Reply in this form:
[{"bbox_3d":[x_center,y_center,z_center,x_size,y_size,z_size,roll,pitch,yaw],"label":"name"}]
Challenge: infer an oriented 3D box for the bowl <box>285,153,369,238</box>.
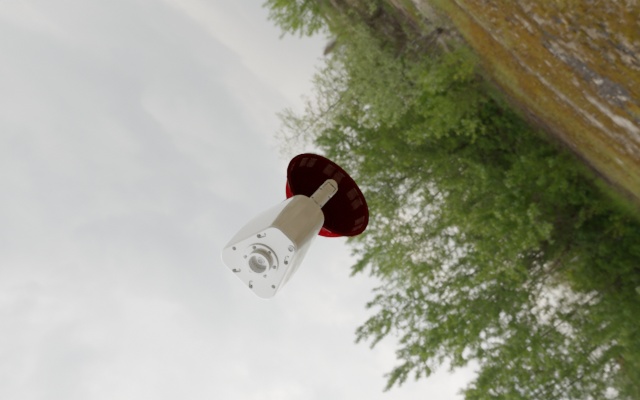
[{"bbox_3d":[0.001,0.002,0.771,0.162,0.162,0.055,0,-34,-44],"label":"bowl"}]
